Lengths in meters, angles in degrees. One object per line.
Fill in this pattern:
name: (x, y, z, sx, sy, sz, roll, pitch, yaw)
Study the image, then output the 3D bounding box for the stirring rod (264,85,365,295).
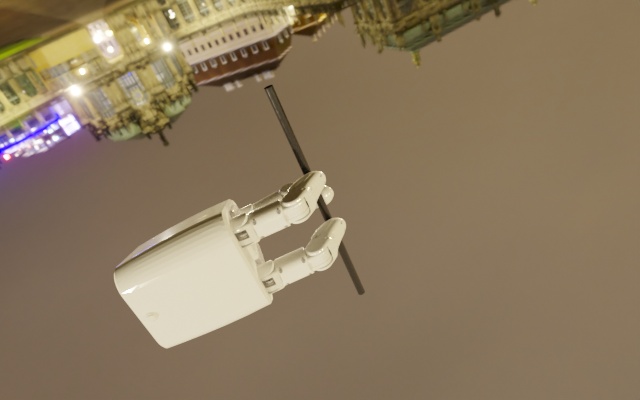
stirring rod: (0.000, 0.001, 0.458, 0.011, 0.240, 0.011, -19, 28, 10)
